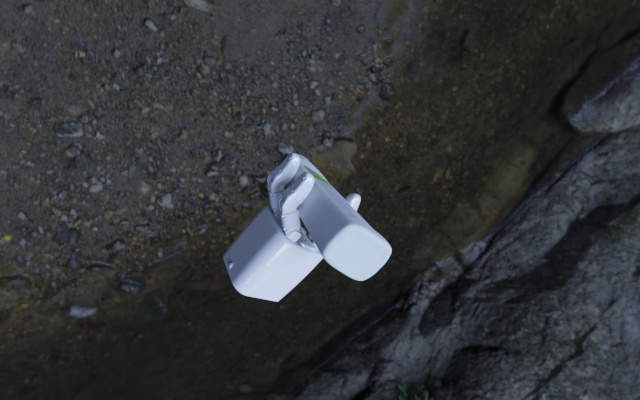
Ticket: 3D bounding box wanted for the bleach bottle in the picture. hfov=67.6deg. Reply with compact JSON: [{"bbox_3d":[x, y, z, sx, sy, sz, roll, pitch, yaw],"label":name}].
[{"bbox_3d":[0.000,0.002,0.688,0.103,0.068,0.250,36,12,-38],"label":"bleach bottle"}]
